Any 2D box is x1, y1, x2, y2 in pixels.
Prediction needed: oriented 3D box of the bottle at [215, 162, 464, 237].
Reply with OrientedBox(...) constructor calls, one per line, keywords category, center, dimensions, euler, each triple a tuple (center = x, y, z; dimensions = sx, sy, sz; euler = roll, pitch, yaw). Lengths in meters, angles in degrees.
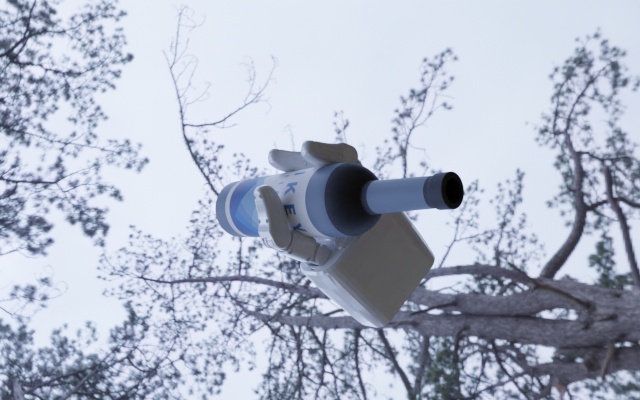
OrientedBox(category="bottle", center=(0.000, 0.001, 0.451), dimensions=(0.069, 0.069, 0.296), euler=(0, -3, -40))
